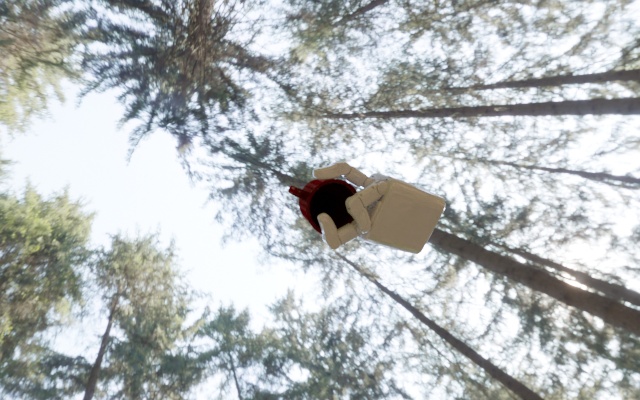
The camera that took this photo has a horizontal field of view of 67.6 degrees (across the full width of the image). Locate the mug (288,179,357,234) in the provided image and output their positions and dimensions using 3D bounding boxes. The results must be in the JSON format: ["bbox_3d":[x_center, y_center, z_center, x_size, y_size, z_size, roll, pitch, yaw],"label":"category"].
[{"bbox_3d":[-0.001,0.002,0.797,0.117,0.093,0.081,20,2,-18],"label":"mug"}]
